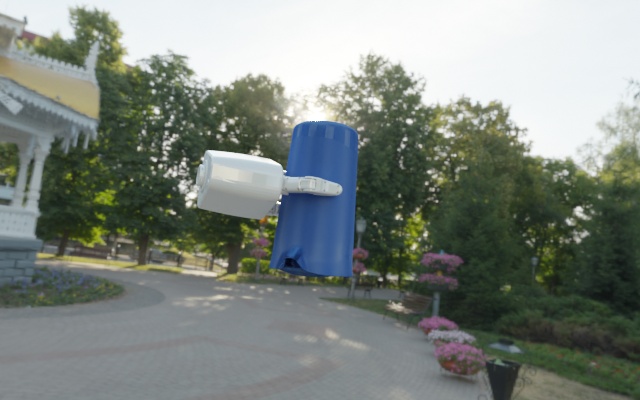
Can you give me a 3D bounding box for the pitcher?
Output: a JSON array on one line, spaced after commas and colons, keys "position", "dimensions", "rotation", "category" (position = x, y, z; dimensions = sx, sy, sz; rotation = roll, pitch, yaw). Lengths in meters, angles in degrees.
[{"position": [0.000, 0.003, 0.779], "dimensions": [0.145, 0.243, 0.149], "rotation": [9, -7, -21], "category": "pitcher"}]
